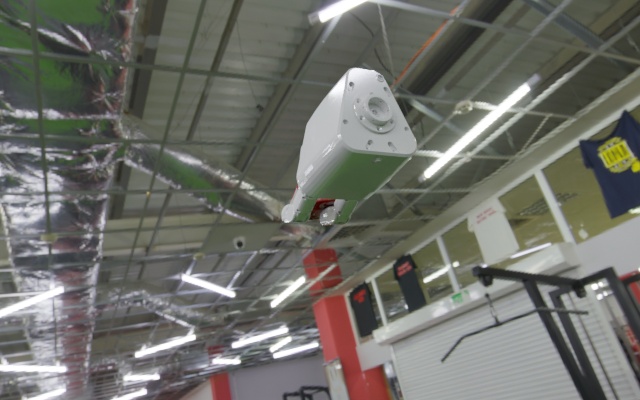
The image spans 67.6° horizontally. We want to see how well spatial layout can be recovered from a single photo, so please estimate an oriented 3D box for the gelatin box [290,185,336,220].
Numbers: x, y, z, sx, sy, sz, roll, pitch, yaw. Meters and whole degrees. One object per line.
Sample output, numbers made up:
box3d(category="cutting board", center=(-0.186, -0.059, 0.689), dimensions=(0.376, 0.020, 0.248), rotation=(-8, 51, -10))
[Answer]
box3d(category="gelatin box", center=(0.000, 0.002, 0.650), dimensions=(0.073, 0.030, 0.089), rotation=(-7, -17, -13))
